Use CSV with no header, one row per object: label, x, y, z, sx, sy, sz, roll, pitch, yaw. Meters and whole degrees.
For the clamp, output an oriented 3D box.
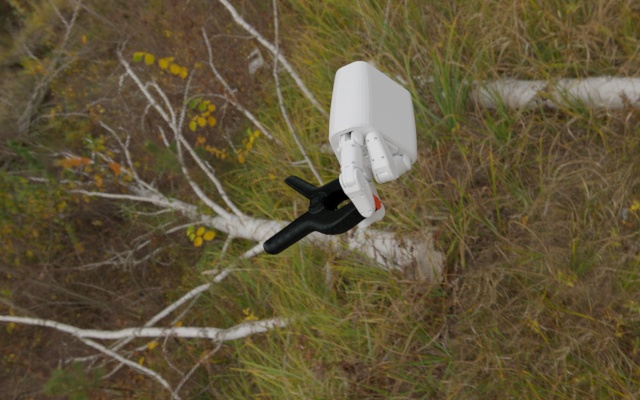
clamp,0.000,0.002,0.621,0.171,0.120,0.039,-16,-34,31
